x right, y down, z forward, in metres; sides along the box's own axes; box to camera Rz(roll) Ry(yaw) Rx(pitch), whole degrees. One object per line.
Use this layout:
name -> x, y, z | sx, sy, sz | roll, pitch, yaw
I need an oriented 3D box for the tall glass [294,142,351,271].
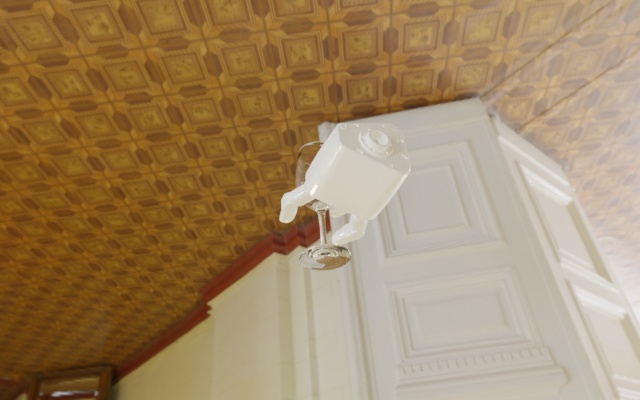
tall glass -> 0.000, 0.003, 0.739 | 0.079, 0.201, 0.079 | -3, -36, -3
